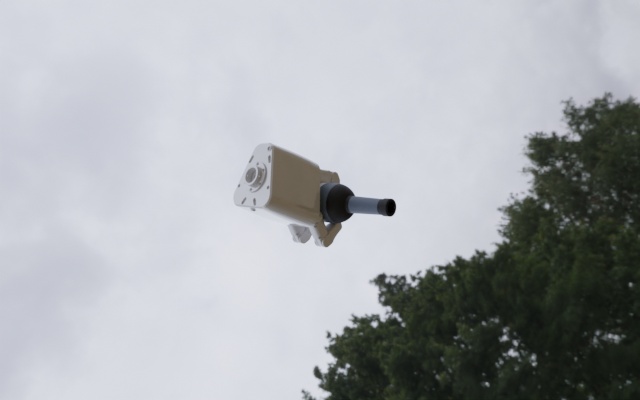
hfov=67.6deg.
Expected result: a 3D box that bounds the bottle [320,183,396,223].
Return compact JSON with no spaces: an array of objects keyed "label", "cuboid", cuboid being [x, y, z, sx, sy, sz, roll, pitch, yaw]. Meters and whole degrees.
[{"label":"bottle","cuboid":[0.000,0.003,0.814,0.295,0.069,0.069,4,3,44]}]
